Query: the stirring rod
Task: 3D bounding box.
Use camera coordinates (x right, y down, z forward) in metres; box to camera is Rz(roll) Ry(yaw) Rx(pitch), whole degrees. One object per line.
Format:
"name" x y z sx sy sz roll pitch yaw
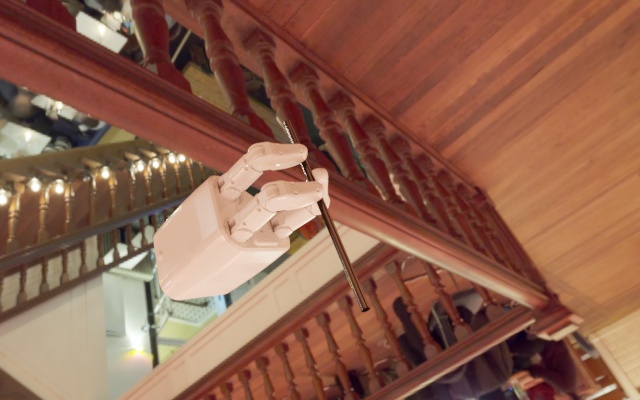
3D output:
"stirring rod" 0.000 0.002 0.468 0.011 0.239 0.011 -15 -37 -11
